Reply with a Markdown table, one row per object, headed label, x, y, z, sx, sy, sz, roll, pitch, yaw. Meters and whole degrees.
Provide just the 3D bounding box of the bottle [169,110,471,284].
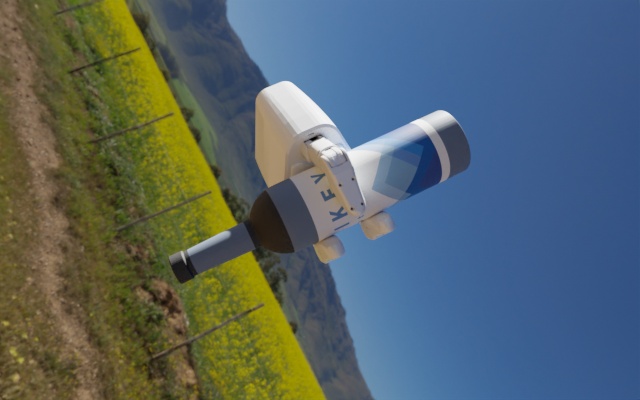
| label | x | y | z | sx | sy | sz | roll | pitch | yaw |
| --- | --- | --- | --- | --- | --- | --- | --- | --- | --- |
| bottle | 0.000 | 0.001 | 0.455 | 0.295 | 0.069 | 0.069 | -25 | 5 | -10 |
